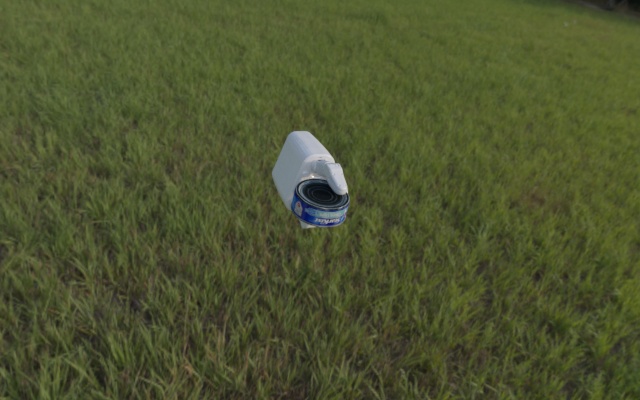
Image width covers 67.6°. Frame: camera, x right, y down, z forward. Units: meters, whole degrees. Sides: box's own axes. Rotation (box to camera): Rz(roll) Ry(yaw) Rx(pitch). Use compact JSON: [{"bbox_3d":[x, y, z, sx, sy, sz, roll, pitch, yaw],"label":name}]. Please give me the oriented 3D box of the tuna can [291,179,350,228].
[{"bbox_3d":[0.000,0.002,0.719,0.086,0.034,0.086,10,32,-6],"label":"tuna can"}]
